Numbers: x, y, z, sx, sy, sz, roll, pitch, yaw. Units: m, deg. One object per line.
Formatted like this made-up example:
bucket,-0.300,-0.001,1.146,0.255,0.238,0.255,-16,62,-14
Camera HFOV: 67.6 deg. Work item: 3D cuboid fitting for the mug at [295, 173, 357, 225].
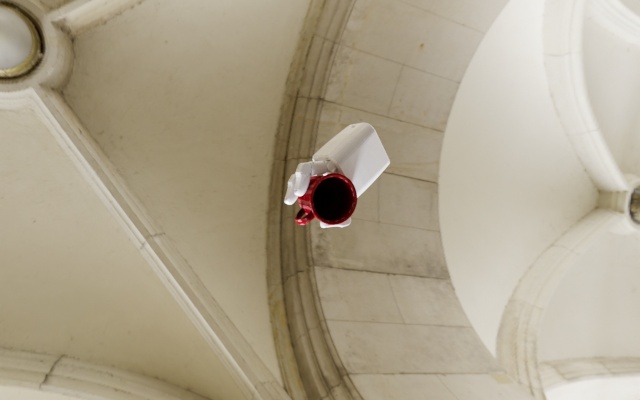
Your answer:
mug,-0.001,0.004,0.879,0.117,0.093,0.081,-44,20,-15
